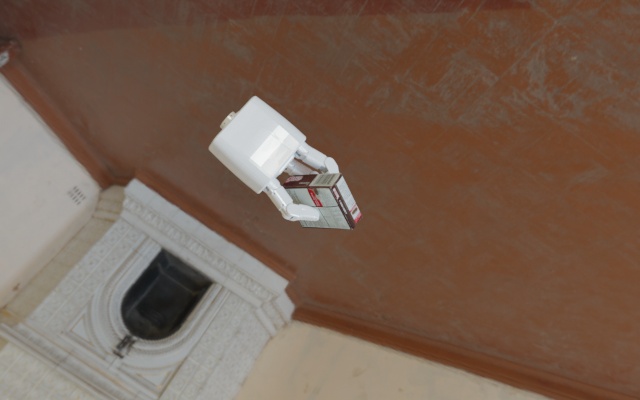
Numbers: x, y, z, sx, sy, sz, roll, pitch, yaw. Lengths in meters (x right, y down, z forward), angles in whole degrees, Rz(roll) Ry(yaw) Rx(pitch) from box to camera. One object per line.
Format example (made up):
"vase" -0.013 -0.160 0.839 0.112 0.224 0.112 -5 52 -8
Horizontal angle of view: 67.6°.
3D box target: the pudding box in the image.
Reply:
"pudding box" 0.000 0.003 0.774 0.113 0.090 0.039 2 42 42
